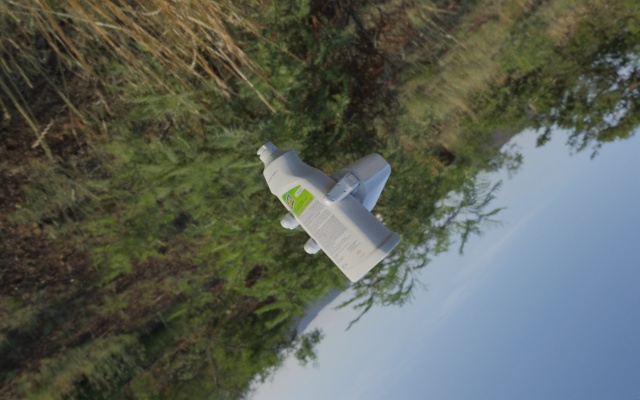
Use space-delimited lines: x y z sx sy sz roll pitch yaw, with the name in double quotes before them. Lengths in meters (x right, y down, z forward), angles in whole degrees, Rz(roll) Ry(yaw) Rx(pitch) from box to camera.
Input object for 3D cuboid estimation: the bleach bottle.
"bleach bottle" 0.000 0.003 0.735 0.103 0.251 0.068 -48 -8 38
